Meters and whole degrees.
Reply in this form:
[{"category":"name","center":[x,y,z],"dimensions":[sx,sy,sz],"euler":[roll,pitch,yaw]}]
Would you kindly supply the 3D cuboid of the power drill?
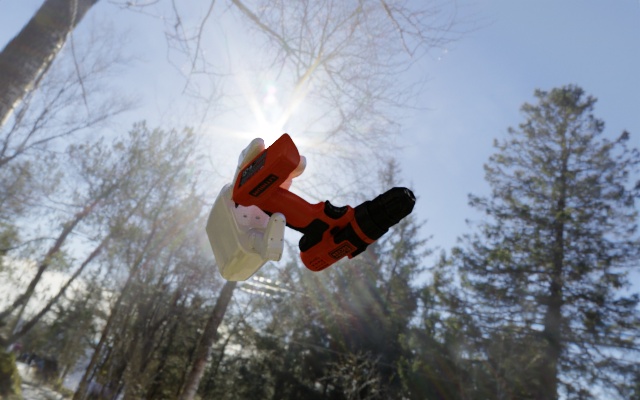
[{"category":"power drill","center":[0.000,0.002,0.600],"dimensions":[0.184,0.057,0.188],"euler":[-37,-61,27]}]
